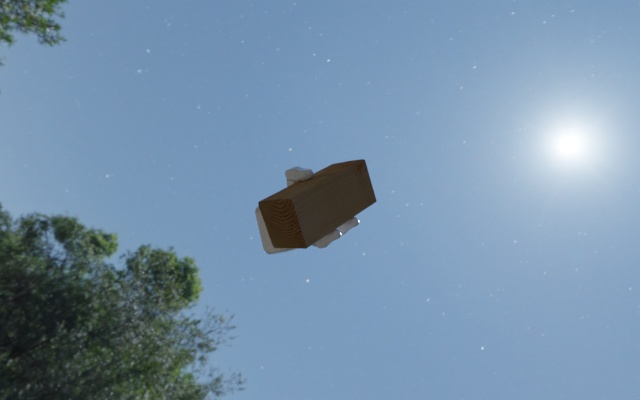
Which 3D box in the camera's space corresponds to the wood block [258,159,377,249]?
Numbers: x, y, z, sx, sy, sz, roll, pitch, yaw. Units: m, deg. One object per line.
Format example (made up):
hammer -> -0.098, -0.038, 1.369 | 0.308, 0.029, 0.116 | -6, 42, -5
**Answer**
wood block -> 0.000, 0.003, 0.871 | 0.090, 0.091, 0.206 | -4, 19, 44
